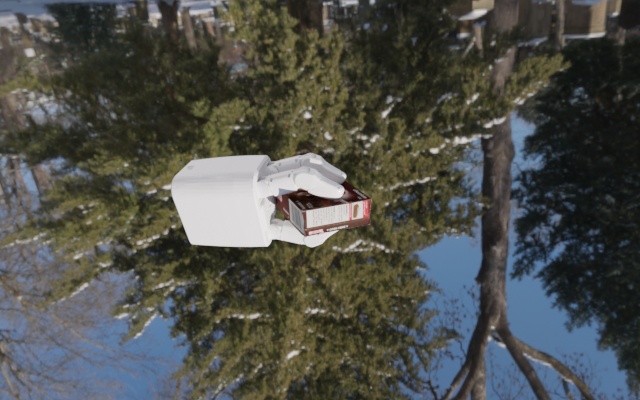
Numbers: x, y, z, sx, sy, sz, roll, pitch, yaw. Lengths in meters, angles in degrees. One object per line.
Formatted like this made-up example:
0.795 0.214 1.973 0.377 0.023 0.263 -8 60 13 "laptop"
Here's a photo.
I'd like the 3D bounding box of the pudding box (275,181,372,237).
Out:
0.000 0.002 0.604 0.090 0.039 0.113 -11 25 -19 "pudding box"
